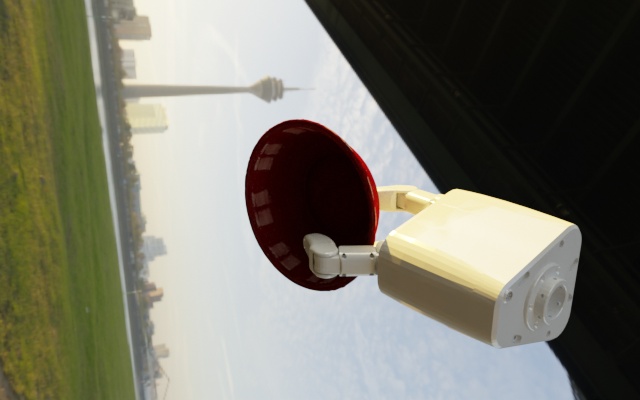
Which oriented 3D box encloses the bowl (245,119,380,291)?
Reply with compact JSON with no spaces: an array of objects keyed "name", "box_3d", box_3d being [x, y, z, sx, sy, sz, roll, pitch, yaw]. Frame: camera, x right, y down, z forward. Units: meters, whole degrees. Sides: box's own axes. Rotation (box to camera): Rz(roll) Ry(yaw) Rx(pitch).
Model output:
[{"name":"bowl","box_3d":[-0.001,0.001,0.458,0.162,0.162,0.055,0,12,41]}]
